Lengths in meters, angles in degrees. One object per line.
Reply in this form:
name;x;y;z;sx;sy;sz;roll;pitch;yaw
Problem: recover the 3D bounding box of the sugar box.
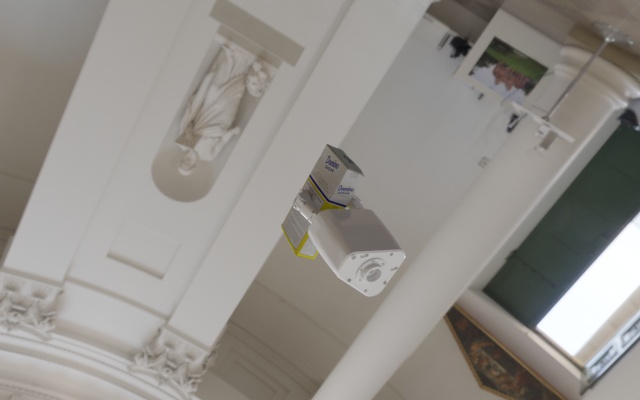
sugar box;0.001;0.003;0.814;0.048;0.176;0.093;20;22;-34
